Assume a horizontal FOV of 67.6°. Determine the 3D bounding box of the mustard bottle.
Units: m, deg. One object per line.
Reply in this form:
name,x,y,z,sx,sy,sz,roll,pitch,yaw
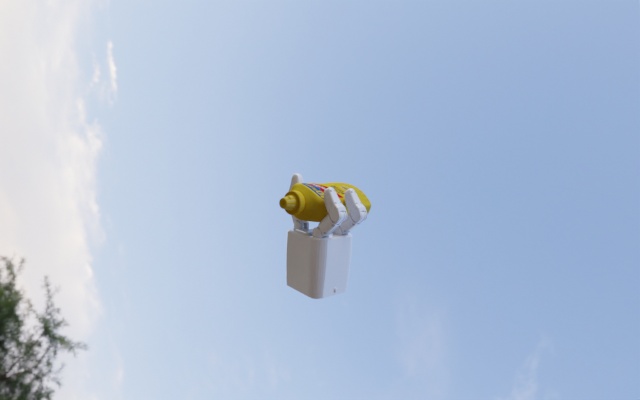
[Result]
mustard bottle,0.000,0.002,0.845,0.096,0.058,0.191,37,25,33
